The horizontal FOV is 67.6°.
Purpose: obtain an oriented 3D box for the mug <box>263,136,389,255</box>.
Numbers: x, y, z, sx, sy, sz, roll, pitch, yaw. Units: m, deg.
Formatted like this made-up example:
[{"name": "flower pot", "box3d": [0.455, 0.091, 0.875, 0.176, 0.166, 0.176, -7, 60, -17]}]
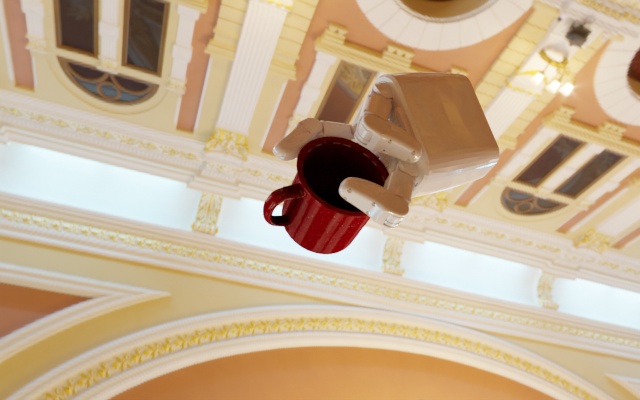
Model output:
[{"name": "mug", "box3d": [-0.001, 0.002, 0.456, 0.117, 0.093, 0.081, -12, -30, -30]}]
